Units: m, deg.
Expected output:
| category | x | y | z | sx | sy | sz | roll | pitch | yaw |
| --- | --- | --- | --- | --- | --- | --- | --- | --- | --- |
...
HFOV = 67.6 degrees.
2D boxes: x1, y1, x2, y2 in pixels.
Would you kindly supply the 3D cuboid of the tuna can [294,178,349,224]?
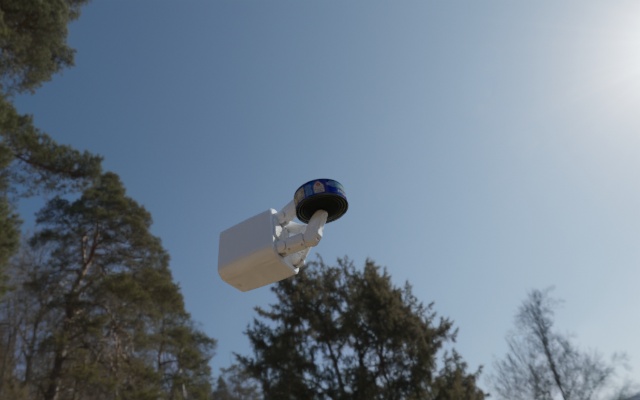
| category | x | y | z | sx | sy | sz | roll | pitch | yaw |
| --- | --- | --- | --- | --- | --- | --- | --- | --- | --- |
| tuna can | 0.000 | 0.002 | 0.771 | 0.086 | 0.033 | 0.086 | -8 | -35 | -6 |
